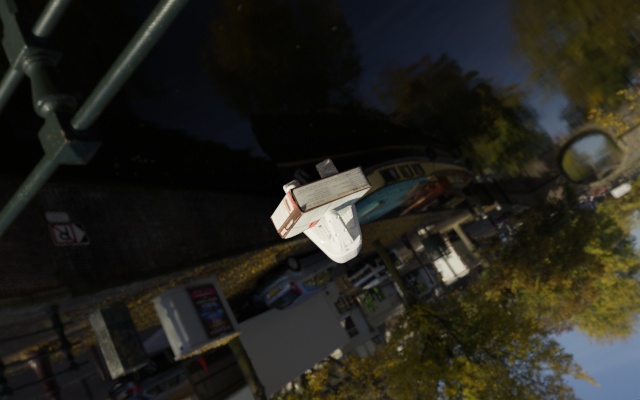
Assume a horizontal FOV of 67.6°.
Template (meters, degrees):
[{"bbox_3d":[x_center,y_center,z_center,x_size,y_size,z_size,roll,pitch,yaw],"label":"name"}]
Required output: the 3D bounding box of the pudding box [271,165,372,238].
[{"bbox_3d":[0.000,0.002,0.631,0.113,0.039,0.090,-22,-16,-30],"label":"pudding box"}]
